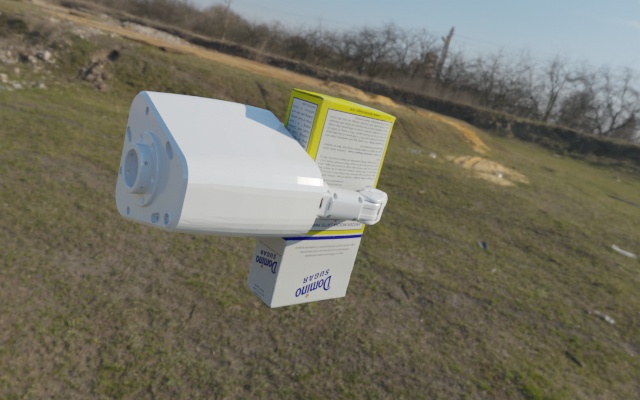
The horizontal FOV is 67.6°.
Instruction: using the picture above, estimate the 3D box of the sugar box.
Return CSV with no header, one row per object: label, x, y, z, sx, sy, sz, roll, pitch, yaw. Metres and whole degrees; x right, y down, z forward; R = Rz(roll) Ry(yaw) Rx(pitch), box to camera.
sugar box,0.000,0.001,0.414,0.093,0.176,0.048,3,20,-43
